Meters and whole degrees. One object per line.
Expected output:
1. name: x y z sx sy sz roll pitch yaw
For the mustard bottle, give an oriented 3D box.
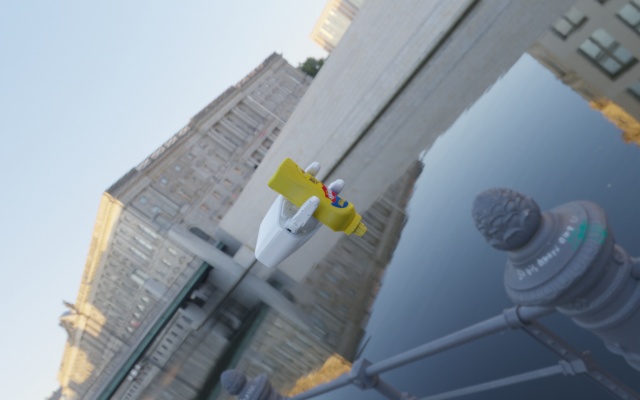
1. mustard bottle: 0.000 0.002 0.843 0.191 0.058 0.096 36 14 -5
